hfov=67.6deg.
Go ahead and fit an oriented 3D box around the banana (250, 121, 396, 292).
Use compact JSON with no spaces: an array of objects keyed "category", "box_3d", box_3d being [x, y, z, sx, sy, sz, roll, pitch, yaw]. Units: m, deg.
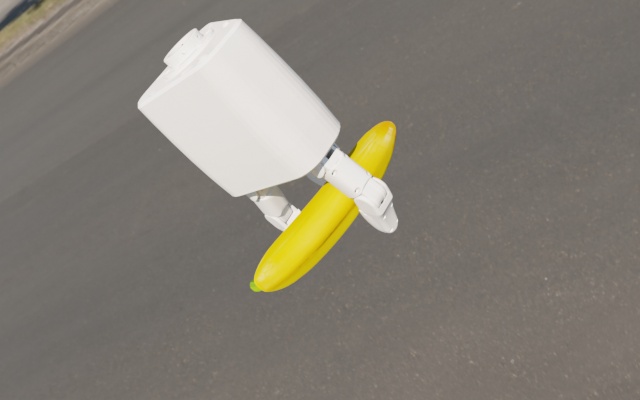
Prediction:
[{"category":"banana","box_3d":[0.003,0.009,0.404,0.037,0.198,0.069,41,2,-22]}]
